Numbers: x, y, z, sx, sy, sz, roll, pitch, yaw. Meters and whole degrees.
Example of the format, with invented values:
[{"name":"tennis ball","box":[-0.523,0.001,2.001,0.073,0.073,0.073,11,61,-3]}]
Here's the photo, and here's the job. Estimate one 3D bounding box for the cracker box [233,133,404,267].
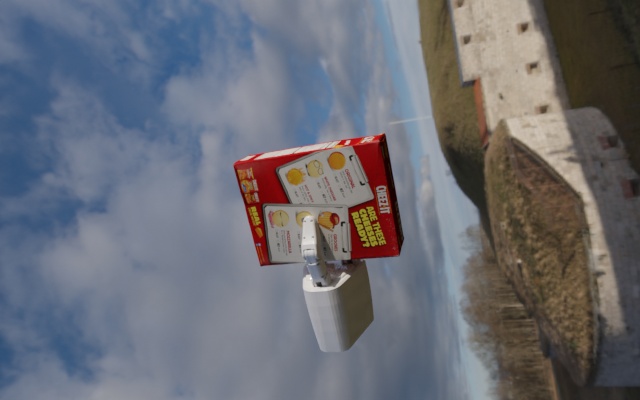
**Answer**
[{"name":"cracker box","box":[0.000,0.002,0.688,0.214,0.164,0.072,-7,17,18]}]
